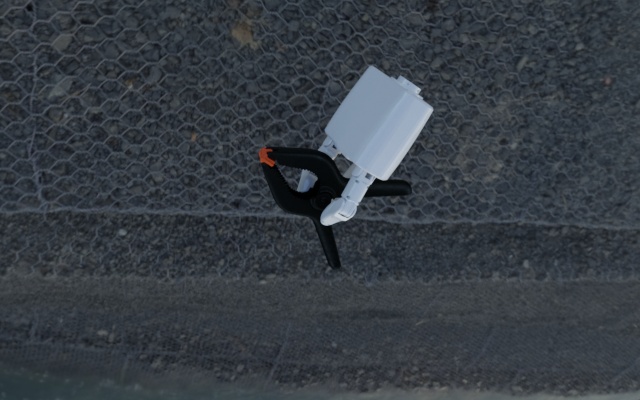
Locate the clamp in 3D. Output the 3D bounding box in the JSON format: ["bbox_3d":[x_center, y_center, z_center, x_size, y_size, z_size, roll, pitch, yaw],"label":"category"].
[{"bbox_3d":[0.000,0.002,0.644,0.210,0.164,0.036,27,17,-23],"label":"clamp"}]
